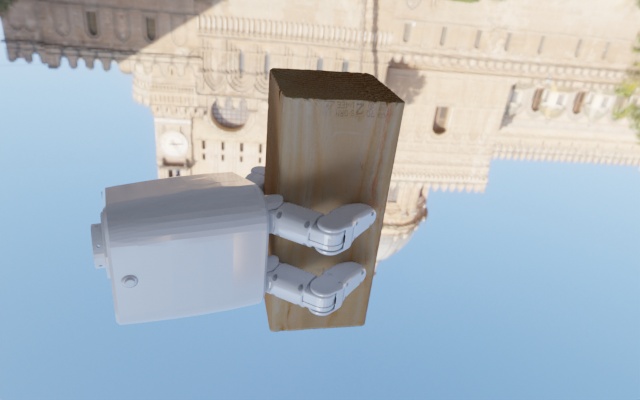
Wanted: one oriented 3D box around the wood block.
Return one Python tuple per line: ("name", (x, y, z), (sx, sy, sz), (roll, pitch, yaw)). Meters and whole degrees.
("wood block", (0.000, 0.001, 0.411), (0.090, 0.206, 0.090), (-1, 28, -13))
